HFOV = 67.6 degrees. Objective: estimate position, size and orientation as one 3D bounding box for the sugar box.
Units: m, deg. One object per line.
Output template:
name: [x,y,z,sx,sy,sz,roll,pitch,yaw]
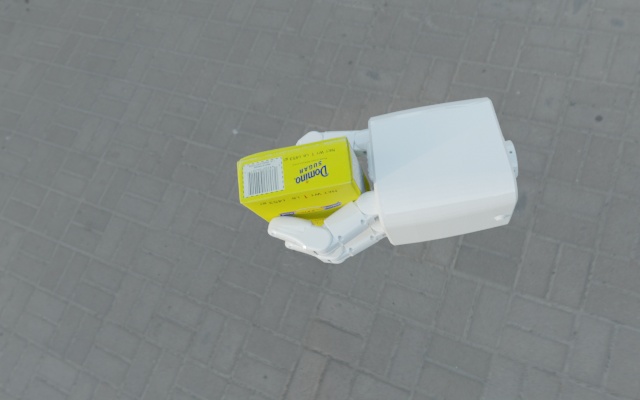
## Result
sugar box: [0.000,0.002,0.447,0.093,0.048,0.176,-10,-21,13]
